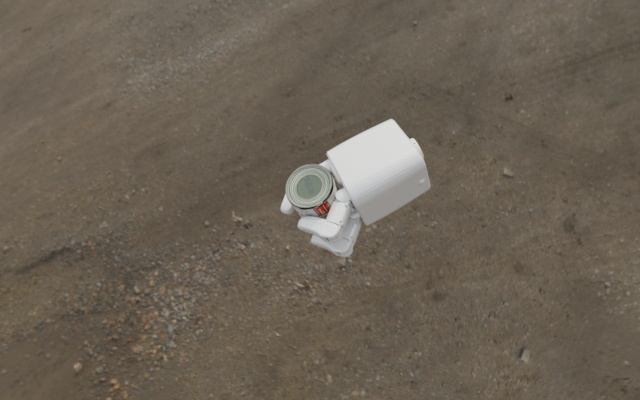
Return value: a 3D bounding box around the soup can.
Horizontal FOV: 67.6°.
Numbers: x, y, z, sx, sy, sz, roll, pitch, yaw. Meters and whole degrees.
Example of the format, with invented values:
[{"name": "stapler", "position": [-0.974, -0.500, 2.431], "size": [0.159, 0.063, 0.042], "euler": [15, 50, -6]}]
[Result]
[{"name": "soup can", "position": [0.000, 0.002, 0.660], "size": [0.068, 0.068, 0.102], "euler": [0, -25, 20]}]
